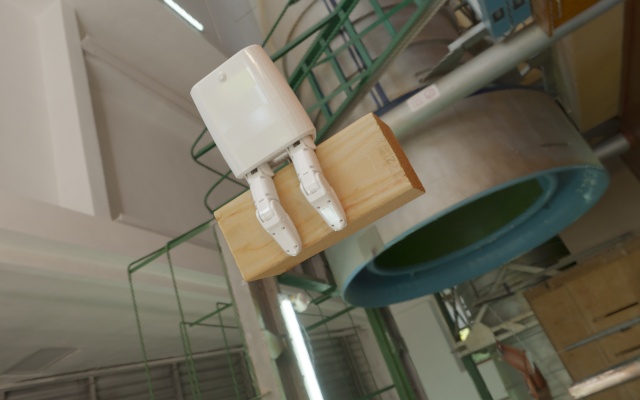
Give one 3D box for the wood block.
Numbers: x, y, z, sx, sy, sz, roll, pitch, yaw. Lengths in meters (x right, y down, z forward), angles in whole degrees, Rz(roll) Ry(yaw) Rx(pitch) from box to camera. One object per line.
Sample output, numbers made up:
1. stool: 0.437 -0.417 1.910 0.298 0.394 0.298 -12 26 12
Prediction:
1. wood block: 0.000 0.001 0.532 0.206 0.090 0.091 -31 -12 17
